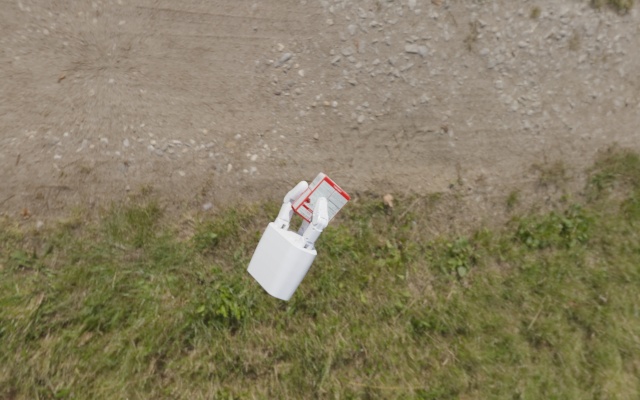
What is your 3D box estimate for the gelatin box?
[{"bbox_3d":[0.001,0.003,0.899,0.073,0.089,0.030,40,4,-29],"label":"gelatin box"}]
